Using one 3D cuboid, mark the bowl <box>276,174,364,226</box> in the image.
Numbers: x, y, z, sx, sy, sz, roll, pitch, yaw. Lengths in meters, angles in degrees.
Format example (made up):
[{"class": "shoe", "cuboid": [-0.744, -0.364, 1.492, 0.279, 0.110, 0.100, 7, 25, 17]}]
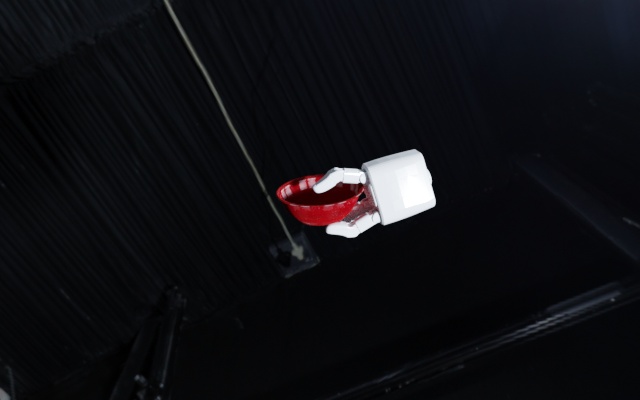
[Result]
[{"class": "bowl", "cuboid": [-0.001, 0.003, 0.884, 0.162, 0.055, 0.162, -4, 22, 1]}]
